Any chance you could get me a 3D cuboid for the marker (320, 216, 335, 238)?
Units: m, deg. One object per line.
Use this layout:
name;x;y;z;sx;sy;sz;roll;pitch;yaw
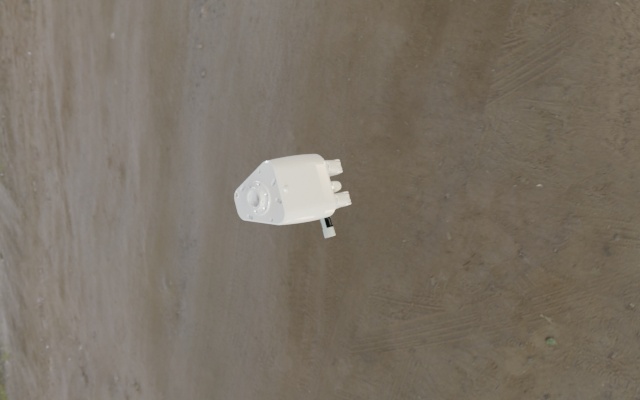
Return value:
marker;0.000;0.003;0.801;0.020;0.121;0.020;-15;-4;-1
